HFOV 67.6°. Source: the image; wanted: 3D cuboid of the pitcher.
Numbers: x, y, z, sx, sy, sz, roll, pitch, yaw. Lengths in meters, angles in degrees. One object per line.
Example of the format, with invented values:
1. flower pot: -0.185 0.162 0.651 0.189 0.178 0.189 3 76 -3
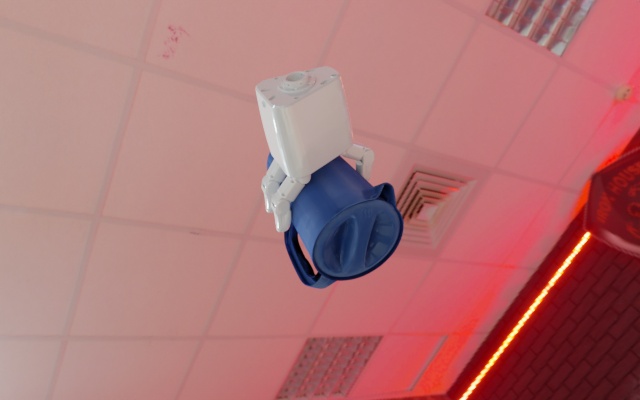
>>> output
1. pitcher: 0.000 0.002 0.710 0.149 0.145 0.242 -23 40 -12
